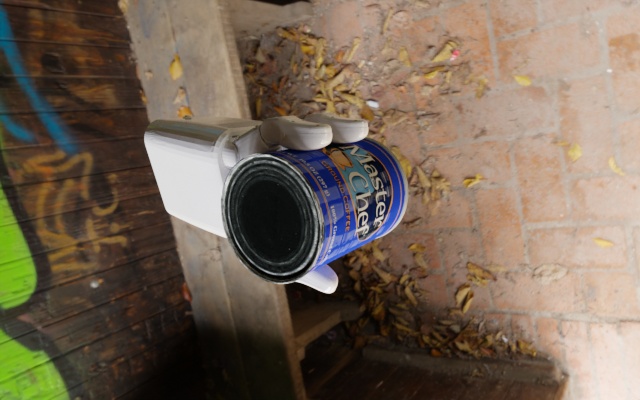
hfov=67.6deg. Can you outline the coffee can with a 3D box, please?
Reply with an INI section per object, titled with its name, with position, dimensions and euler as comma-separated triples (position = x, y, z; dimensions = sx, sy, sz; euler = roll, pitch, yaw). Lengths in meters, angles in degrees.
[coffee can]
position = 0.000, 0.001, 0.417
dimensions = 0.103, 0.103, 0.140
euler = 0, 11, 36
